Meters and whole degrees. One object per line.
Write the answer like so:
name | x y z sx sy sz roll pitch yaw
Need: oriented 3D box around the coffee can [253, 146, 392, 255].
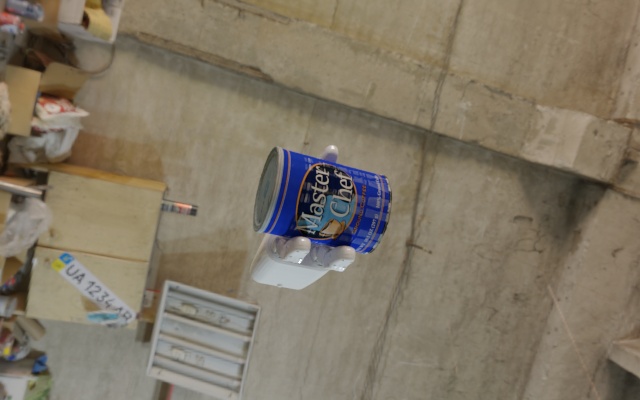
coffee can | 0.000 0.002 0.575 0.140 0.103 0.103 13 -4 -17
